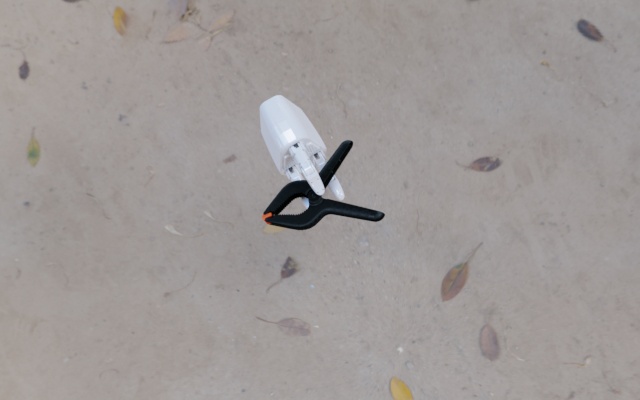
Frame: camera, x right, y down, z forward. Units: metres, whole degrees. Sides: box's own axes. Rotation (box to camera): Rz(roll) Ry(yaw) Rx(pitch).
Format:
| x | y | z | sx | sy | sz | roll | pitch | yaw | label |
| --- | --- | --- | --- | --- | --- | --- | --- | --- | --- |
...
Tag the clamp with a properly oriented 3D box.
| x | y | z | sx | sy | sz | roll | pitch | yaw | label |
| --- | --- | --- | --- | --- | --- | --- | --- | --- | --- |
| -0.001 | 0.003 | 0.847 | 0.210 | 0.164 | 0.036 | -29 | -23 | 0 | clamp |
